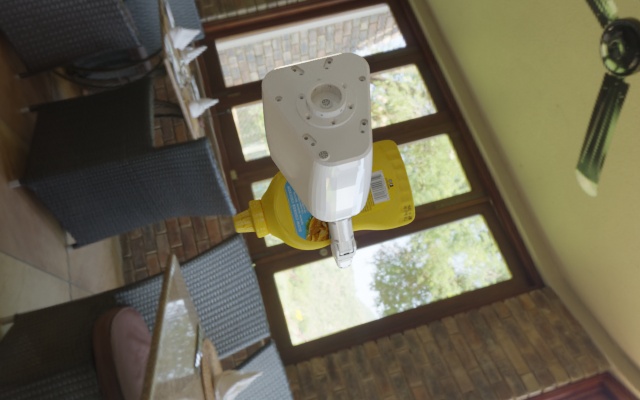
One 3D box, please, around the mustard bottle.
[{"bbox_3d":[0.000,0.002,0.522,0.191,0.096,0.058,-15,1,-7],"label":"mustard bottle"}]
